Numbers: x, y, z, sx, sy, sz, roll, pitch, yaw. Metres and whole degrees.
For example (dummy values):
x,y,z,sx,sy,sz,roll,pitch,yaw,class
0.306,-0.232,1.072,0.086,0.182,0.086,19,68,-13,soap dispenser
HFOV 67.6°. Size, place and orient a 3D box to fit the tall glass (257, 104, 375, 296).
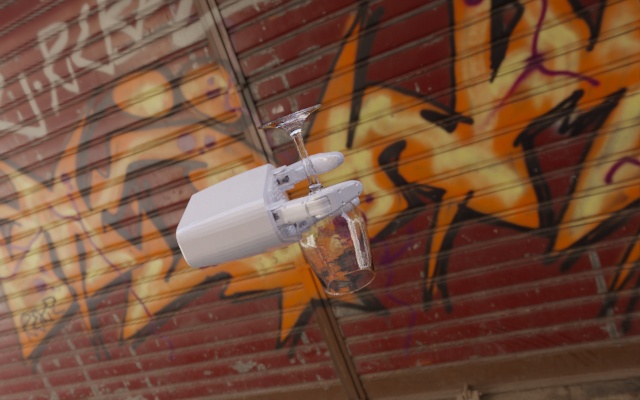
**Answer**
x,y,z,sx,sy,sz,roll,pitch,yaw,class
0.000,0.001,0.528,0.079,0.201,0.079,-20,10,4,tall glass
